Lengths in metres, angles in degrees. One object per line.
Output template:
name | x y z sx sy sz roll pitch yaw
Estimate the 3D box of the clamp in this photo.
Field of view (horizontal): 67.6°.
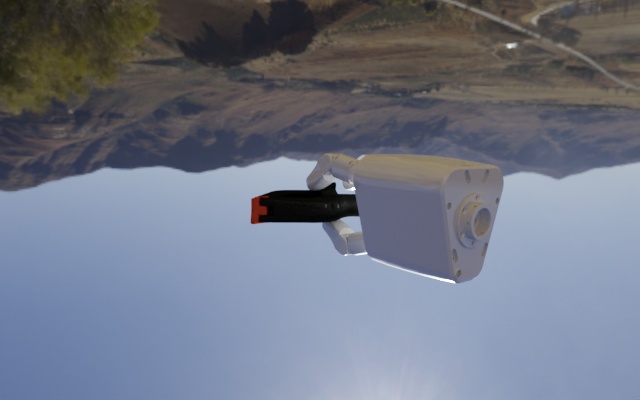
clamp | 0.000 0.003 0.565 0.210 0.036 0.164 -4 10 -38
